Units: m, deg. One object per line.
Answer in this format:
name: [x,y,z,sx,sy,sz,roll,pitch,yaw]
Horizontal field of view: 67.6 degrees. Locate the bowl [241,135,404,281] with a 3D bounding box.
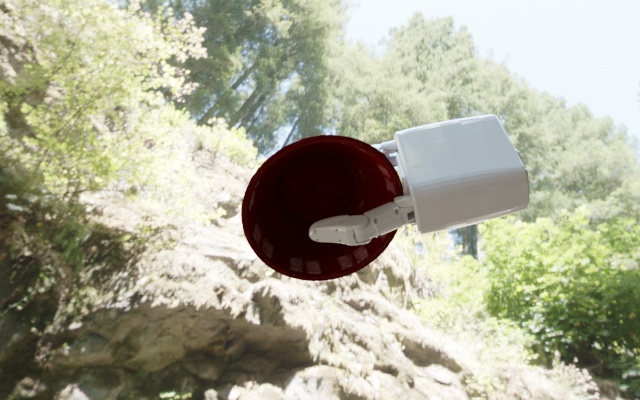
bowl: [-0.001,0.001,0.487,0.162,0.162,0.055,0,27,-11]
